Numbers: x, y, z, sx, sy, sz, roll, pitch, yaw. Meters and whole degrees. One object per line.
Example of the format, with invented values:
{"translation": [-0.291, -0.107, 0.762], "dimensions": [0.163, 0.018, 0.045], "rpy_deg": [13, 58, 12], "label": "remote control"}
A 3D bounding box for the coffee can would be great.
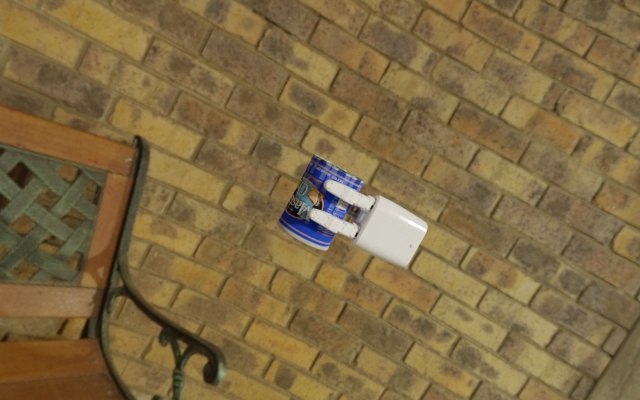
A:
{"translation": [0.000, 0.003, 0.849], "dimensions": [0.103, 0.140, 0.103], "rpy_deg": [28, 7, -3], "label": "coffee can"}
